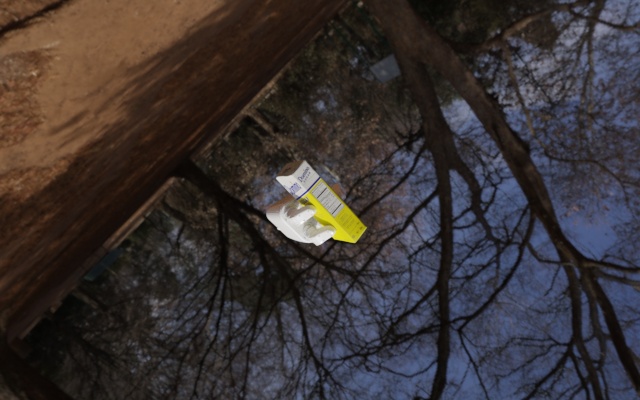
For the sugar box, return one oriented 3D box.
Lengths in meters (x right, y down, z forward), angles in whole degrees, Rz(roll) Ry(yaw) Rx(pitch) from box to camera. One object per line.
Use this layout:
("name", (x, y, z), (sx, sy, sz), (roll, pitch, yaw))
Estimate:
("sugar box", (0.000, 0.003, 0.889), (0.176, 0.048, 0.093), (44, -17, -17))
